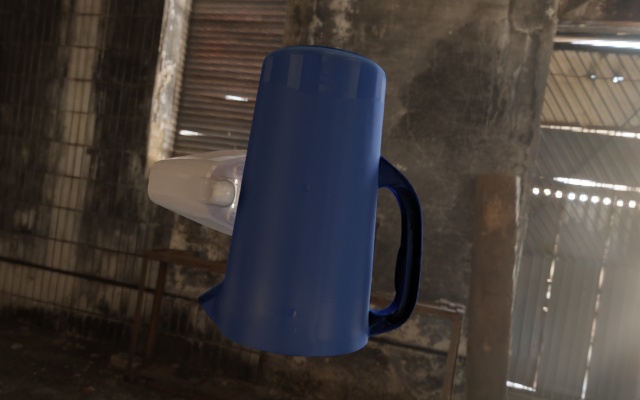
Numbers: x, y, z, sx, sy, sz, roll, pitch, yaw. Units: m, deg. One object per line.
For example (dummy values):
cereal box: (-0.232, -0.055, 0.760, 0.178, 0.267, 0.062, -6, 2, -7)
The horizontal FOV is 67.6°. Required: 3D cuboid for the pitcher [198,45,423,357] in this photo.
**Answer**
pitcher: (0.000, 0.001, 0.417, 0.145, 0.243, 0.149, 8, 1, 41)
